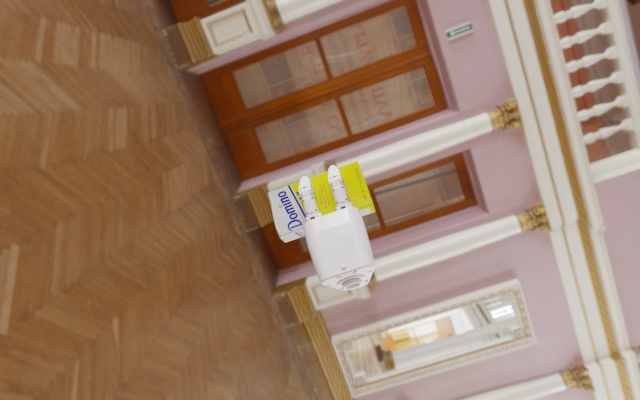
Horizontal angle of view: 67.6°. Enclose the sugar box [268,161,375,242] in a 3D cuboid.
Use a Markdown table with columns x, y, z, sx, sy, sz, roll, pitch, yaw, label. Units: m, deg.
| x | y | z | sx | sy | sz | roll | pitch | yaw | label |
| --- | --- | --- | --- | --- | --- | --- | --- | --- | --- |
| 0.000 | 0.003 | 0.859 | 0.176 | 0.093 | 0.048 | -19 | -24 | 6 | sugar box |
